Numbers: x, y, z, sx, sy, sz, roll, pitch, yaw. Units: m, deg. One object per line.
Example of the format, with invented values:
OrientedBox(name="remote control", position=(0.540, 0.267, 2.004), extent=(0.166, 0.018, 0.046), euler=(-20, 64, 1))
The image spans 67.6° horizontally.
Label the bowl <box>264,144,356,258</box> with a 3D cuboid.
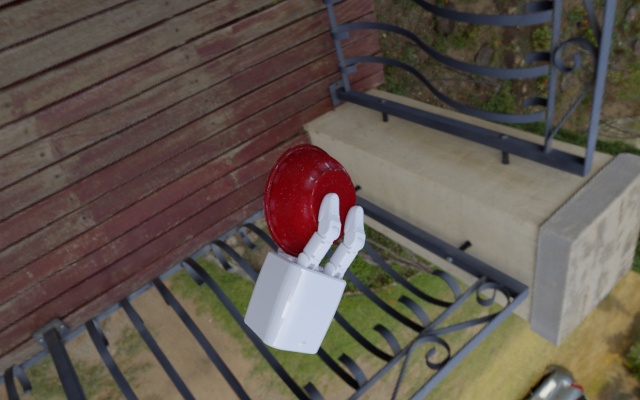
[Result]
OrientedBox(name="bowl", position=(0.001, 0.001, 0.656), extent=(0.055, 0.162, 0.162), euler=(3, 2, 43))
